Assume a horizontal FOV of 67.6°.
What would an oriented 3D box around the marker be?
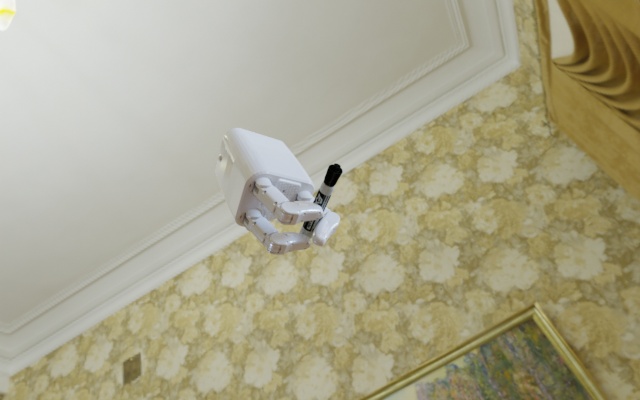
[{"bbox_3d":[0.000,0.002,0.616,0.020,0.121,0.020,16,36,-12],"label":"marker"}]
